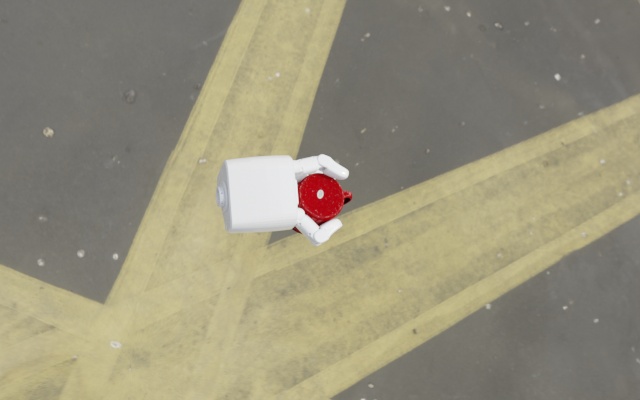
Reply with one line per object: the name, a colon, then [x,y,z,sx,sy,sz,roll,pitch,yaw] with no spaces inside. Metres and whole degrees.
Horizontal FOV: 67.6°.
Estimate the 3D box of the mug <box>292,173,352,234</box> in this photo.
mug: [0.002,0.003,0.811,0.117,0.093,0.081,-5,-16,-23]
